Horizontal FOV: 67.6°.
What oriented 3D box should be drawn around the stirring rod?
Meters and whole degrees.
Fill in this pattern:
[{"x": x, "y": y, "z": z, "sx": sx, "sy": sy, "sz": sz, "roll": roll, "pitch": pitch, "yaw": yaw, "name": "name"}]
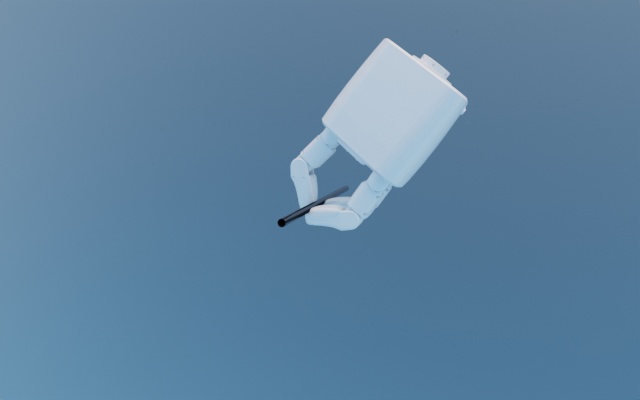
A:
[{"x": 0.000, "y": 0.002, "z": 0.543, "sx": 0.011, "sy": 0.011, "sz": 0.239, "roll": 0, "pitch": 9, "yaw": 17, "name": "stirring rod"}]
